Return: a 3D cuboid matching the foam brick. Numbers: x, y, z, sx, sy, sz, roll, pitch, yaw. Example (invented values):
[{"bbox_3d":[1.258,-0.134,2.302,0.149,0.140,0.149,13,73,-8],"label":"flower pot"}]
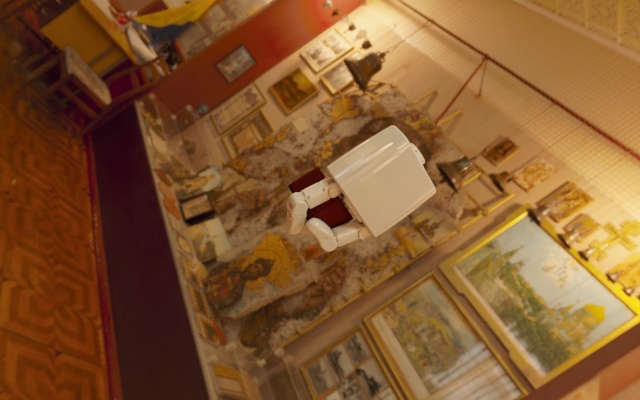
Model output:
[{"bbox_3d":[0.000,0.002,0.661,0.051,0.078,0.053,-35,-45,3],"label":"foam brick"}]
